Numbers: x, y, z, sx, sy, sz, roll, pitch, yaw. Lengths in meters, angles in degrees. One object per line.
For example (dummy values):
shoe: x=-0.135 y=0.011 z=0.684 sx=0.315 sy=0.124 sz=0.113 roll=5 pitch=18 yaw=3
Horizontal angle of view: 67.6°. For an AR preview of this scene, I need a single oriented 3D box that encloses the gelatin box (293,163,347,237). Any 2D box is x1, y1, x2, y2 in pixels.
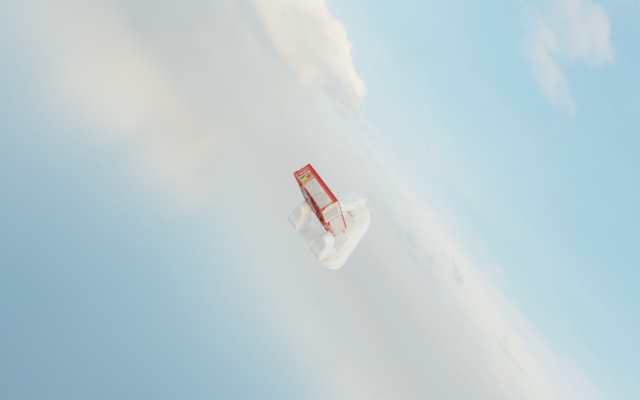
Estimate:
gelatin box: x=0.000 y=0.002 z=0.654 sx=0.030 sy=0.073 sz=0.089 roll=-32 pitch=-29 yaw=-6
